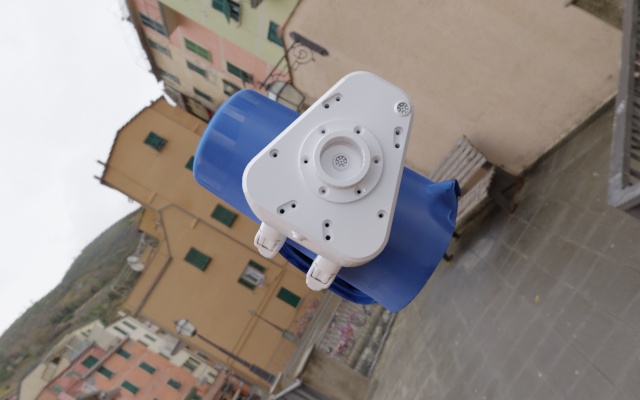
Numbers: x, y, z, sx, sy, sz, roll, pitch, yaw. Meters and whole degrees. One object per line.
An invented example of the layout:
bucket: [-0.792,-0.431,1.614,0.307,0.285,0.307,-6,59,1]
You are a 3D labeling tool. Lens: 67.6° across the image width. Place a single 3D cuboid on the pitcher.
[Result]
pitcher: [0.000,0.001,0.476,0.243,0.149,0.145,30,-5,2]
